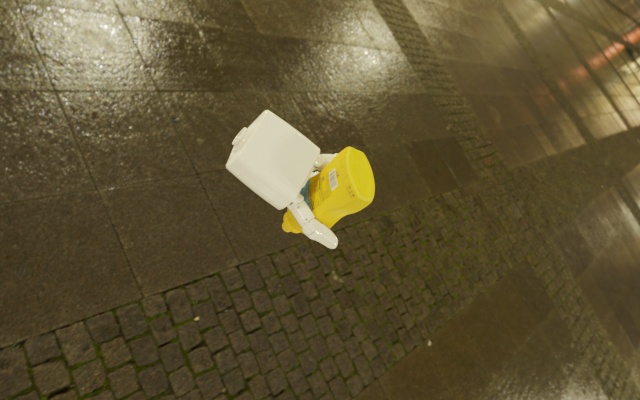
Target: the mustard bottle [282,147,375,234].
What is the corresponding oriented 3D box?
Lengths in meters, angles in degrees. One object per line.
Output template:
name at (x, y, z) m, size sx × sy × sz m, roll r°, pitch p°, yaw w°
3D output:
mustard bottle at (0.001, 0.003, 0.759) m, size 0.058 × 0.096 × 0.192 m, roll 17°, pitch -39°, yaw -37°
